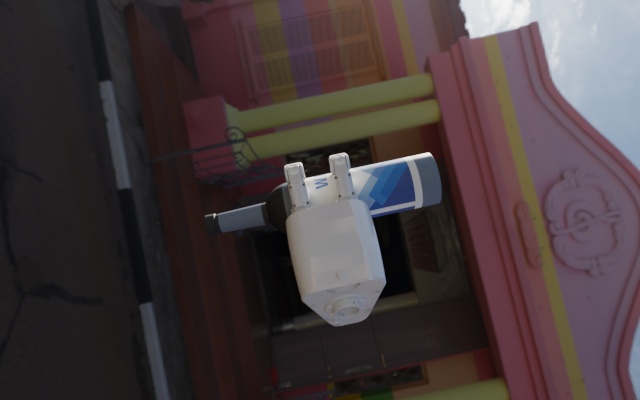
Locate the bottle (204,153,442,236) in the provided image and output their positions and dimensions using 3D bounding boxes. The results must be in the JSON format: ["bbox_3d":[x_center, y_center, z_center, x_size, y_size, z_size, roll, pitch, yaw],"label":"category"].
[{"bbox_3d":[0.000,0.002,0.608,0.296,0.069,0.069,-12,0,0],"label":"bottle"}]
